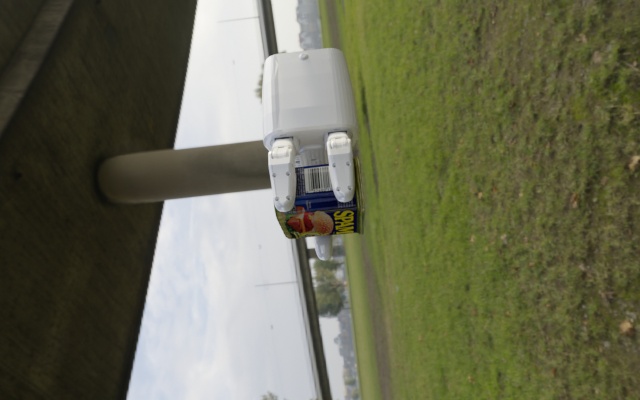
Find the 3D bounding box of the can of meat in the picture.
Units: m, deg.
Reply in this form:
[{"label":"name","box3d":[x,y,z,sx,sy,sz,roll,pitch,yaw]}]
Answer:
[{"label":"can of meat","box3d":[0.000,0.002,0.487,0.084,0.057,0.102,-6,-22,2]}]
